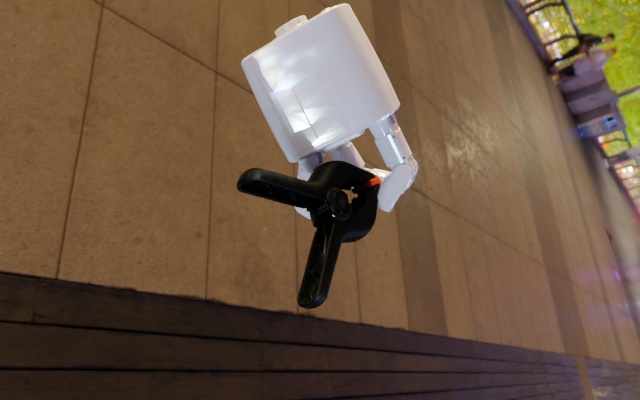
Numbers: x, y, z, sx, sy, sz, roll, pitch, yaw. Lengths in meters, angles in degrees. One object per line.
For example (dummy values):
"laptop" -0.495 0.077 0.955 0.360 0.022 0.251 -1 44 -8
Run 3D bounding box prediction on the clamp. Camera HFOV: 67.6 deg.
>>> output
"clamp" 0.001 0.001 0.426 0.039 0.120 0.171 -19 16 35
